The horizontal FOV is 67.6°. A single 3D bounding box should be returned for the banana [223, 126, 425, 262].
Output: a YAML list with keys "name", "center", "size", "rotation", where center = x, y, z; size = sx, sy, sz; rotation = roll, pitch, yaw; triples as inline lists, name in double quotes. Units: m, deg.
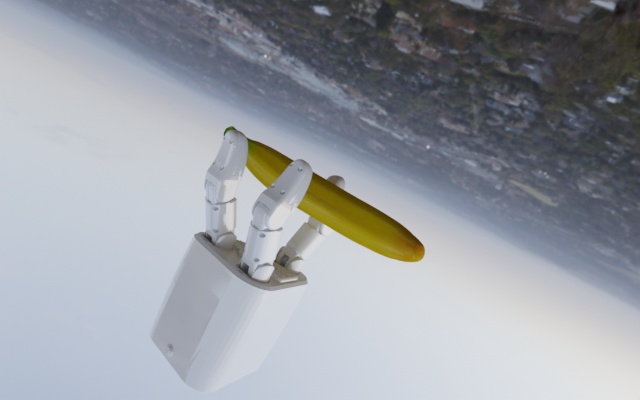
- name: "banana"
  center: [0.002, 0.000, 0.419]
  size: [0.198, 0.037, 0.069]
  rotation: [31, 5, 13]
